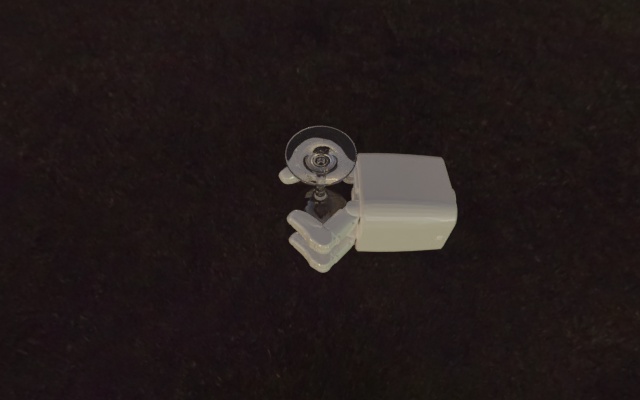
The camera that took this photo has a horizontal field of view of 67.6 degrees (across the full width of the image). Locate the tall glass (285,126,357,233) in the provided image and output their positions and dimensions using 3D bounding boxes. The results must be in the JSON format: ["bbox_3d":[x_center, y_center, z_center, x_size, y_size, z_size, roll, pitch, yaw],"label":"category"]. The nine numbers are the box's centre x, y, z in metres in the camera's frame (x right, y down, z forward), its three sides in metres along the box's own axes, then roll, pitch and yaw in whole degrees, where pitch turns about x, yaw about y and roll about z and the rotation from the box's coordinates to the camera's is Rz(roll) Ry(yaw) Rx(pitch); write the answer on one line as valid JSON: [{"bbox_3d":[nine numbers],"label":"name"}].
[{"bbox_3d":[0.000,0.001,0.573,0.079,0.079,0.201,0,-29,-1],"label":"tall glass"}]
